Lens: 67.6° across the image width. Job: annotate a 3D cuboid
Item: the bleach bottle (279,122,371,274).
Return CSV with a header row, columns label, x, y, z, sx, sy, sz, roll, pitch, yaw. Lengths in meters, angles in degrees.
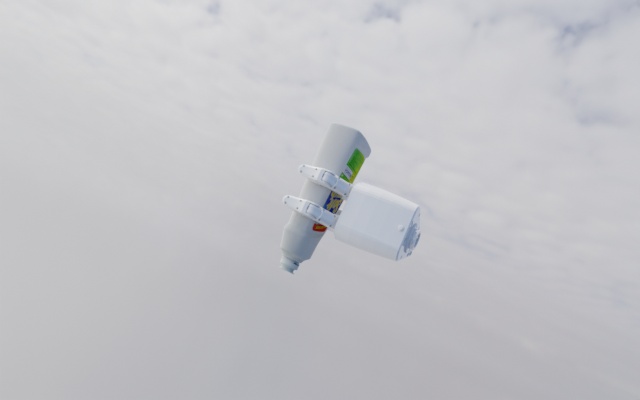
label,x,y,z,sx,sy,sz,roll,pitch,yaw
bleach bottle,0.000,0.002,0.789,0.068,0.251,0.102,21,-10,23
